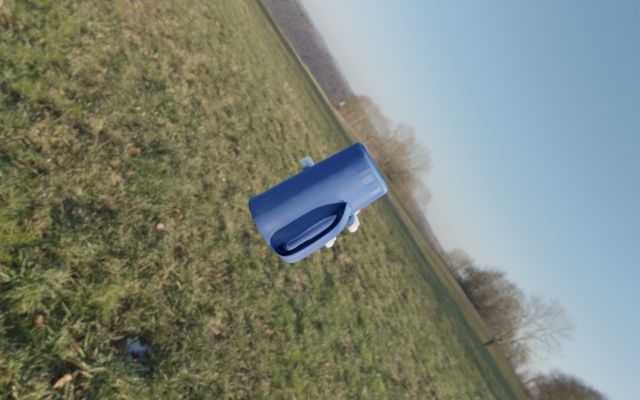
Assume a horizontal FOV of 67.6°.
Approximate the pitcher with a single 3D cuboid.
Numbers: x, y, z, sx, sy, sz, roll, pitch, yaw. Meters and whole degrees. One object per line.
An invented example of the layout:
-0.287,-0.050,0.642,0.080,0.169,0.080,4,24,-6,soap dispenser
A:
0.000,0.003,0.889,0.243,0.149,0.145,-30,-5,9,pitcher
